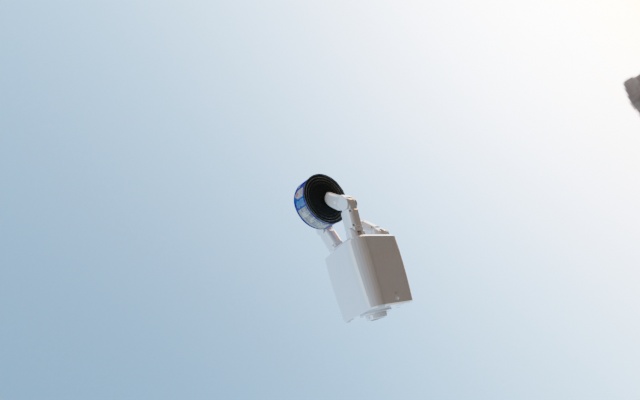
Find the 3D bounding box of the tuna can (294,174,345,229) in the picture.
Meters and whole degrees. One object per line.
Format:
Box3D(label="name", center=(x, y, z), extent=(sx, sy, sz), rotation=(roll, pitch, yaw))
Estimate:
Box3D(label="tuna can", center=(0.000, 0.003, 0.768), extent=(0.086, 0.086, 0.034), rotation=(0, -22, -39))
